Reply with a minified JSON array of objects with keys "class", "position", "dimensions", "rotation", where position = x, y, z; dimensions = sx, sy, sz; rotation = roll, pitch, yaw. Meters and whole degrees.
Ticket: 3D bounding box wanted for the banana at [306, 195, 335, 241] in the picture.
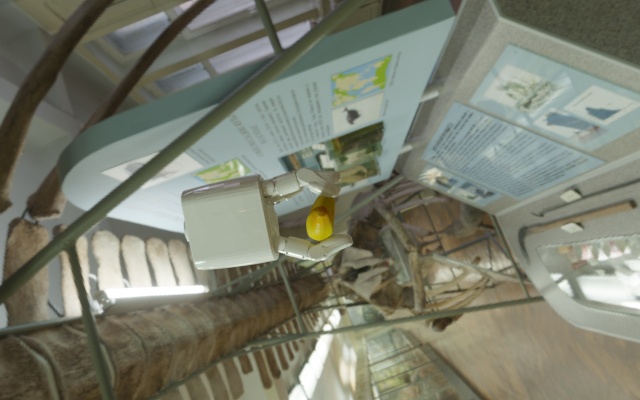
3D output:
[{"class":"banana","position":[0.000,0.019,0.654],"dimensions":[0.037,0.070,0.197],"rotation":[1,14,3]}]
